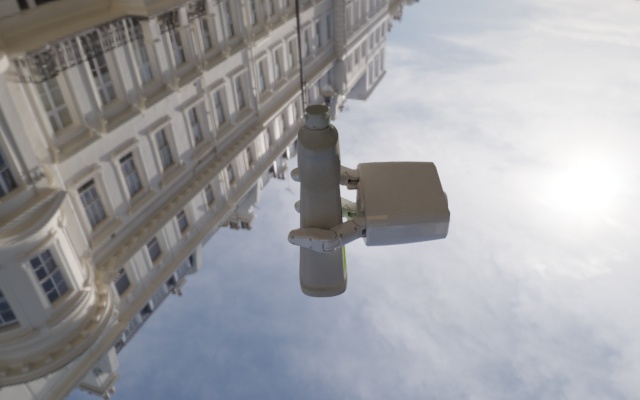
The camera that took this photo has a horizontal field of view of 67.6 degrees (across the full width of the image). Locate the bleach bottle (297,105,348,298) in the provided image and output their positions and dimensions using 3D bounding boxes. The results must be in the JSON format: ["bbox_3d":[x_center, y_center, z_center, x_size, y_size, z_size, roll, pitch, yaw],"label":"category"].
[{"bbox_3d":[0.000,0.002,0.620,0.068,0.251,0.102,-3,34,-1],"label":"bleach bottle"}]
